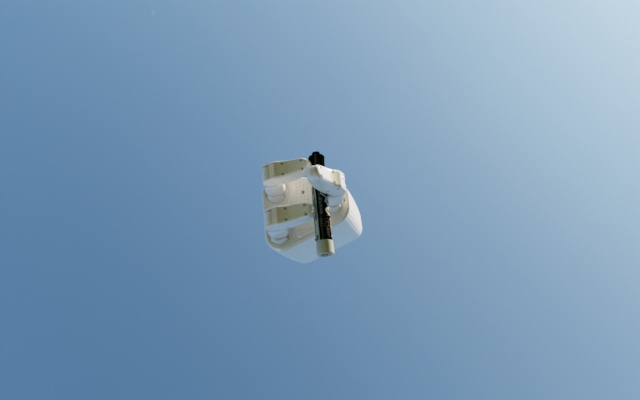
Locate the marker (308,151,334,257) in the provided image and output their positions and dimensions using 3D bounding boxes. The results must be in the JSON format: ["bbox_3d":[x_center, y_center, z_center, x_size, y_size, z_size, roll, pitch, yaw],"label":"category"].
[{"bbox_3d":[0.000,0.002,0.528,0.020,0.121,0.020,-5,-20,-2],"label":"marker"}]
